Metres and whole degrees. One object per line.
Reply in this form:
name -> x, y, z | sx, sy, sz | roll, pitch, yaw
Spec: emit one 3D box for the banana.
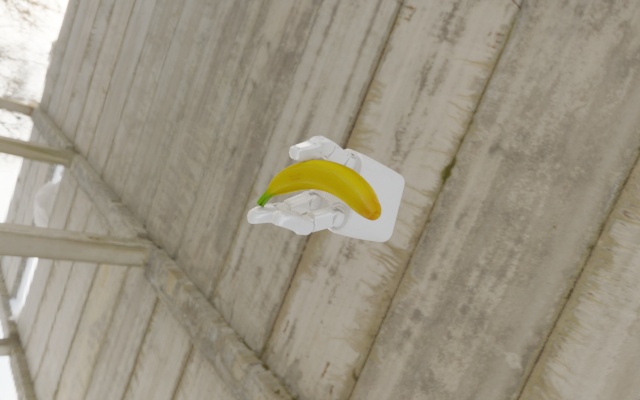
banana -> 0.002, -0.016, 0.579 | 0.198, 0.069, 0.037 | 5, -12, 45
